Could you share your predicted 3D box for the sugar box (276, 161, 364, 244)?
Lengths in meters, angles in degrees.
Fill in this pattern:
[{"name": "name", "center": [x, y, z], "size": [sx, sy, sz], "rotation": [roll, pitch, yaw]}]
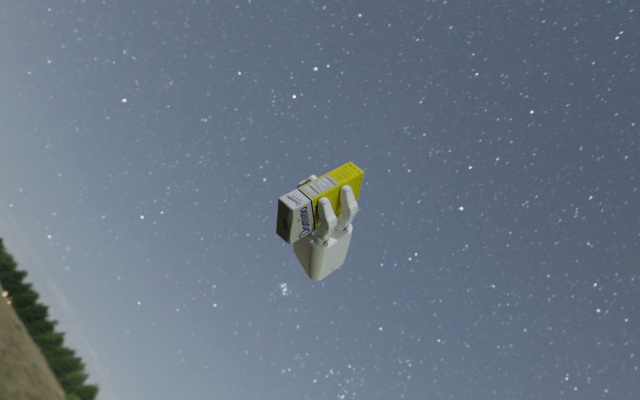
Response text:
[{"name": "sugar box", "center": [0.001, 0.003, 0.878], "size": [0.176, 0.093, 0.048], "rotation": [-32, 57, -34]}]
